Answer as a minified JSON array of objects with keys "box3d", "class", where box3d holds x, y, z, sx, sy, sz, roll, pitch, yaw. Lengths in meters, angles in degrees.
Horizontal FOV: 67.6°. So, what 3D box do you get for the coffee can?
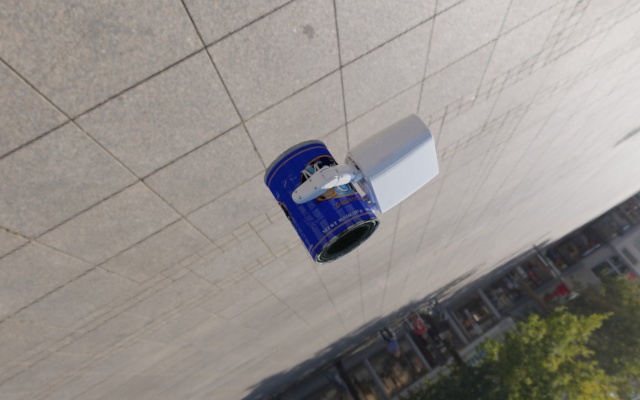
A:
[{"box3d":[0.000,0.002,0.657,0.103,0.140,0.103,-29,-21,-12],"class":"coffee can"}]
